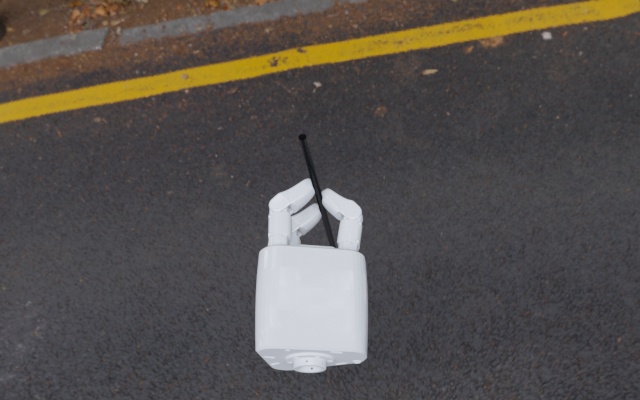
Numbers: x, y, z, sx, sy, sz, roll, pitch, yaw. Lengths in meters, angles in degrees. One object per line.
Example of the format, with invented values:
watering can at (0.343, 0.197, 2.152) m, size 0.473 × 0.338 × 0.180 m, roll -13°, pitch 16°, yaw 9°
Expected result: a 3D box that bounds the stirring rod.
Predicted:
stirring rod at (0.000, 0.002, 0.565) m, size 0.011 × 0.011 × 0.240 m, roll 0°, pitch -32°, yaw 10°
